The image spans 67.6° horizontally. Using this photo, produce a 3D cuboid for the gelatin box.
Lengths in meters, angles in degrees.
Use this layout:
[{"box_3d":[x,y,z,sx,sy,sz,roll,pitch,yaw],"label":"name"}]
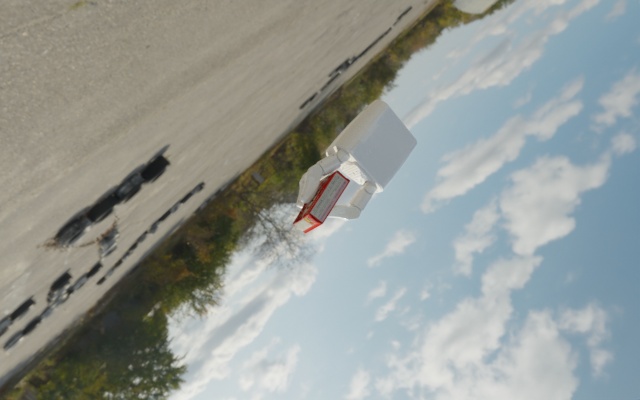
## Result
[{"box_3d":[0.000,0.003,0.737,0.030,0.089,0.073,37,-25,-10],"label":"gelatin box"}]
